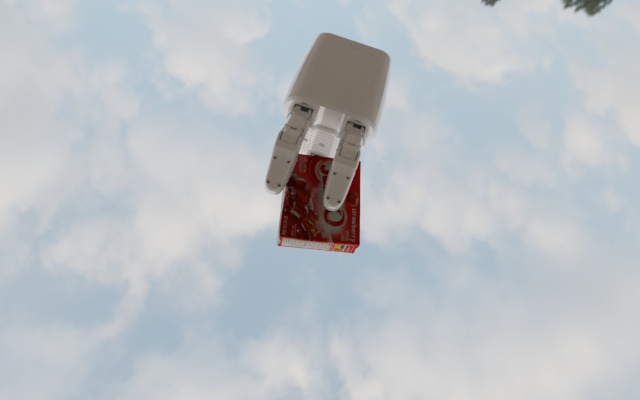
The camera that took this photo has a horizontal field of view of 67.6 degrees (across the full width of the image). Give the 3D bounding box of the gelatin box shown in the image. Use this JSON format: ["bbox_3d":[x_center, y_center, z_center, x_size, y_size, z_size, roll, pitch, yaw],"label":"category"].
[{"bbox_3d":[0.000,0.002,0.449,0.073,0.089,0.030,7,-25,-7],"label":"gelatin box"}]
